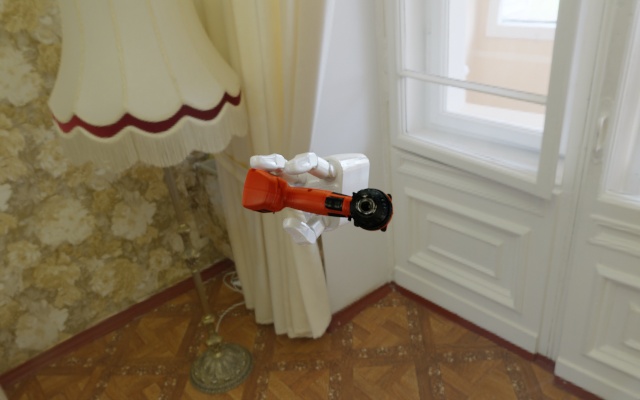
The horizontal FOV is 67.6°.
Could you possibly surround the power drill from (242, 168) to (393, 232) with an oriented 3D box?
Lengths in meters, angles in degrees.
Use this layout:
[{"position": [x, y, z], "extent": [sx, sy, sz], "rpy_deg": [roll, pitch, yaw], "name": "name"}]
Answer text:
[{"position": [0.000, 0.002, 0.613], "extent": [0.187, 0.057, 0.184], "rpy_deg": [11, -4, 12], "name": "power drill"}]
